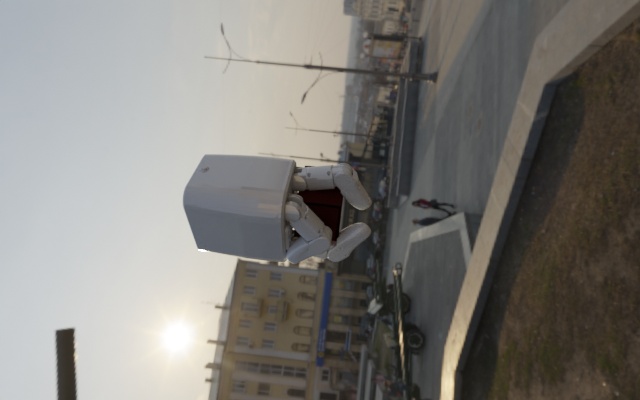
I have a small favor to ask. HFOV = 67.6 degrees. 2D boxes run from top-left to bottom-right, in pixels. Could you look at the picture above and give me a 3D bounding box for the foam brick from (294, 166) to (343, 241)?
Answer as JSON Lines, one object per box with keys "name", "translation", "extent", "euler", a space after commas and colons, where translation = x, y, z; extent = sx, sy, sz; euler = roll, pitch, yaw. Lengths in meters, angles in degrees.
{"name": "foam brick", "translation": [0.000, 0.002, 0.561], "extent": [0.051, 0.053, 0.078], "euler": [6, 36, 3]}
